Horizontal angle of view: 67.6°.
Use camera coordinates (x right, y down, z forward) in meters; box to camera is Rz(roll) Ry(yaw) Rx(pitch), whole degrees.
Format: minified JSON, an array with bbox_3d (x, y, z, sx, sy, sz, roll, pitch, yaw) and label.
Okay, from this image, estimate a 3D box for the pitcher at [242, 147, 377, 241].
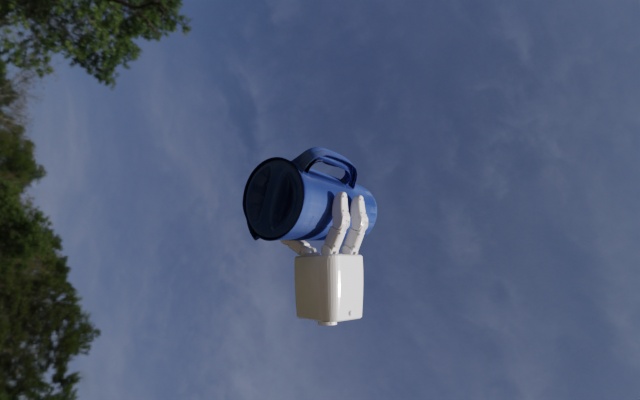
[{"bbox_3d":[0.000,0.003,0.832,0.149,0.145,0.243,-7,-11,38],"label":"pitcher"}]
